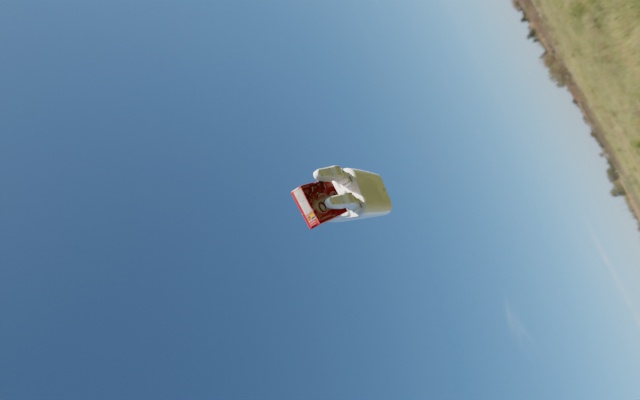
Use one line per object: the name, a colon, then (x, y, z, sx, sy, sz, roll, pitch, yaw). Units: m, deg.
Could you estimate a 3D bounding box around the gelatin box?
gelatin box: (0.000, 0.003, 0.838, 0.030, 0.073, 0.089, -32, -8, 39)
